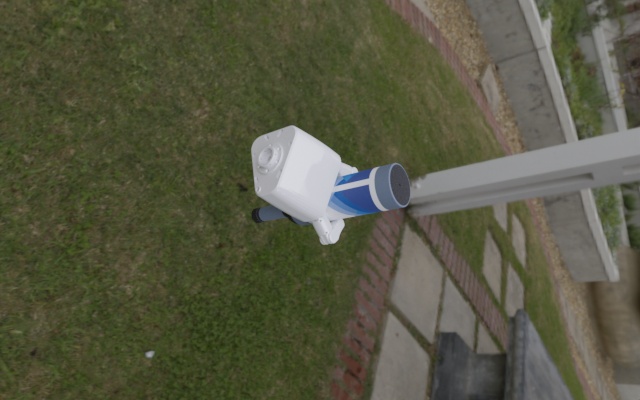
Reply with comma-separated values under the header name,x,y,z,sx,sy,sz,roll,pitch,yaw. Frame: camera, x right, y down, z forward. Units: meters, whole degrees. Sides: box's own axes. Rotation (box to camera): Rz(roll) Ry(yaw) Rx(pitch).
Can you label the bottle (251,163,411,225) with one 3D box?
name,x,y,z,sx,sy,sz,roll,pitch,yaw
bottle,0.000,0.003,0.785,0.296,0.069,0.069,-12,-7,36
